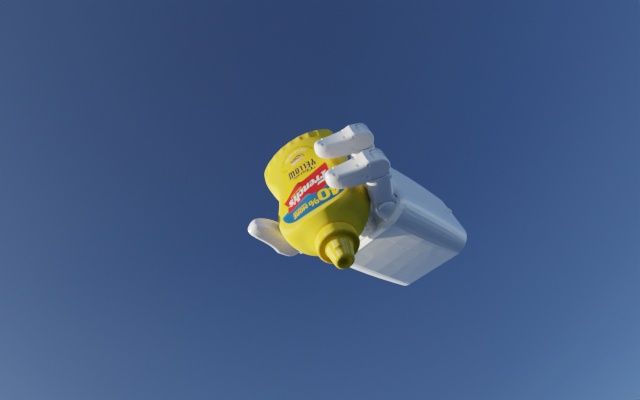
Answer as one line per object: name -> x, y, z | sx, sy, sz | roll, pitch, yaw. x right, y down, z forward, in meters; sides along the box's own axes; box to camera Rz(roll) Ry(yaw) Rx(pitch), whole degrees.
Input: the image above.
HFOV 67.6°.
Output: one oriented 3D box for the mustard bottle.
mustard bottle -> 0.000, 0.001, 0.492 | 0.096, 0.058, 0.191 | -32, 36, 7
